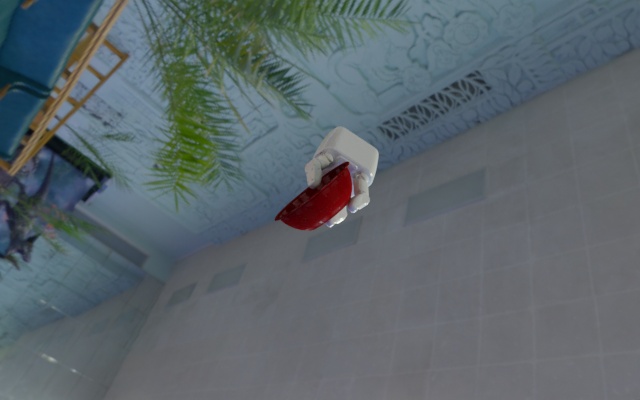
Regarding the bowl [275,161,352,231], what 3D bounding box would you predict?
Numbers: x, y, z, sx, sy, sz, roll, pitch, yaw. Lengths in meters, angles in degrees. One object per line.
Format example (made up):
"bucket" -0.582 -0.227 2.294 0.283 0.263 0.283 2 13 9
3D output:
"bowl" 0.000 0.004 0.821 0.162 0.055 0.162 -37 7 5
